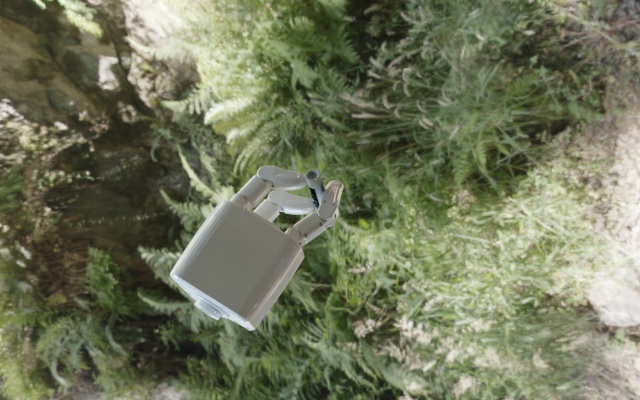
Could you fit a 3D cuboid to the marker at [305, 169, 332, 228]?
[{"bbox_3d":[0.000,0.002,0.612,0.020,0.020,0.121,0,-32,10],"label":"marker"}]
